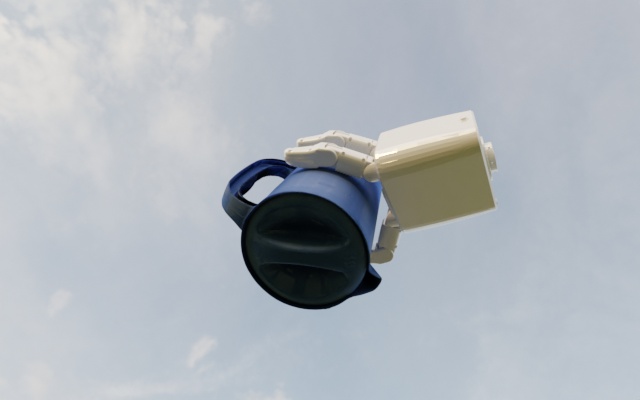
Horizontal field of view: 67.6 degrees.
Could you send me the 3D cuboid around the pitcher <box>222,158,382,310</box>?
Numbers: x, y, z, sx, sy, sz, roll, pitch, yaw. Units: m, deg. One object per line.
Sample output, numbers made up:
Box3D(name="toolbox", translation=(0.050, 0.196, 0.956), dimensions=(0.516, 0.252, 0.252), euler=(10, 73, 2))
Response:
Box3D(name="pitcher", translation=(0.000, 0.002, 0.570), dimensions=(0.145, 0.149, 0.242), euler=(-14, 19, 19))
